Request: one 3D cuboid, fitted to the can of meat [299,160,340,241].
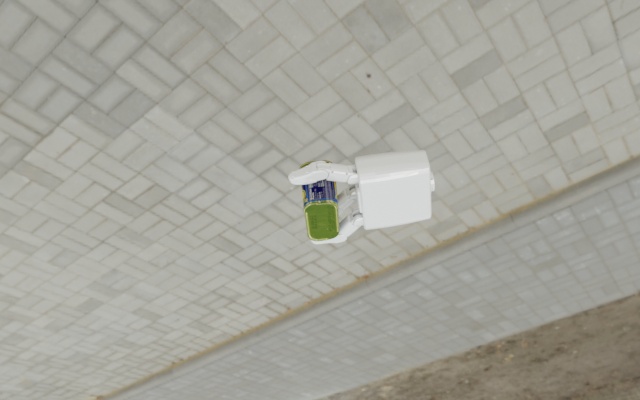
[{"bbox_3d":[0.000,0.003,0.747,0.057,0.083,0.102,-6,-39,0],"label":"can of meat"}]
